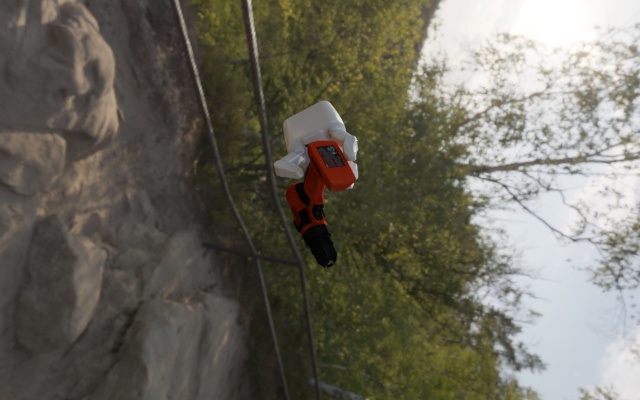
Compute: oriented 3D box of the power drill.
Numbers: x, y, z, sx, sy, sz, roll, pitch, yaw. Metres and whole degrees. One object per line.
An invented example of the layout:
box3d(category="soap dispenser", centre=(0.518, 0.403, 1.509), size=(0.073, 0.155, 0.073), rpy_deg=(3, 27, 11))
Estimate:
box3d(category="power drill", centre=(0.000, 0.002, 0.842), size=(0.057, 0.184, 0.188), rpy_deg=(-10, -35, -28))
